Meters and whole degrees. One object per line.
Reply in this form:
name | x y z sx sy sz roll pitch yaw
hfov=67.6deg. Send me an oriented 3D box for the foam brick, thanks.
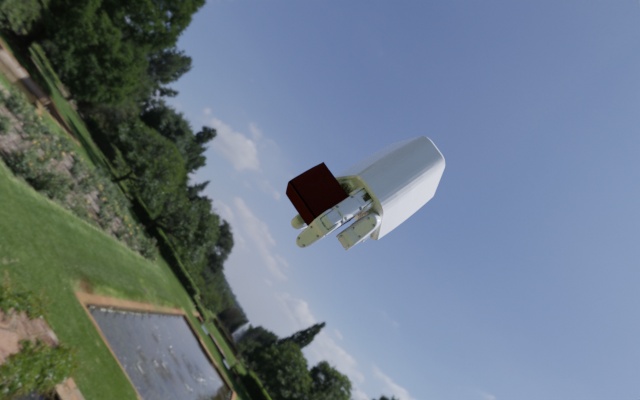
foam brick | 0.000 0.002 0.589 0.051 0.078 0.053 -33 -6 -16
